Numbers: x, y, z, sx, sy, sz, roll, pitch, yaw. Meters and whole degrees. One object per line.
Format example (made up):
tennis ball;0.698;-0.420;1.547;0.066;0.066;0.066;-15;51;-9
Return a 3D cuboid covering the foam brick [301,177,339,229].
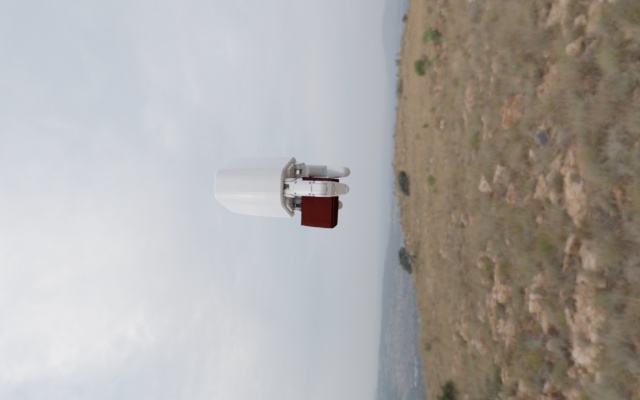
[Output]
foam brick;0.000;0.003;0.752;0.051;0.078;0.053;2;2;10
